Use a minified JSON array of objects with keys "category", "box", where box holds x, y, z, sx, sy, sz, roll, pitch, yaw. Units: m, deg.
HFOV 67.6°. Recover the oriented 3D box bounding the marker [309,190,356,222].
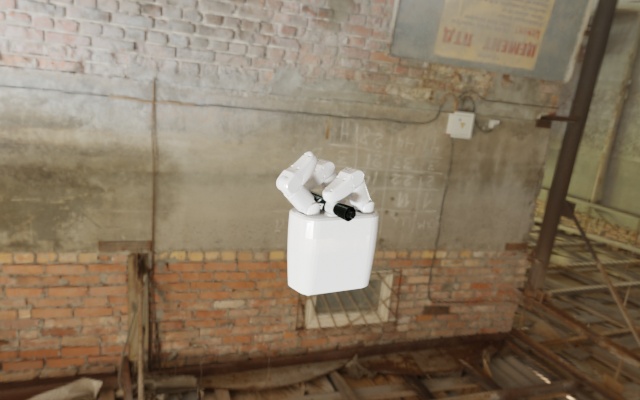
[{"category":"marker","box":[0.000,0.002,0.603,0.020,0.020,0.121,0,15,-41]}]
